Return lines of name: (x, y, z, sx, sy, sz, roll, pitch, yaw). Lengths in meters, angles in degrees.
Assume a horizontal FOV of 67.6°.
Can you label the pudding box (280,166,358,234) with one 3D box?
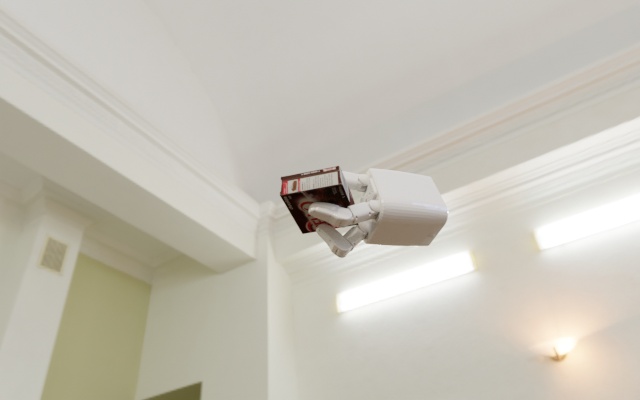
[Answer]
pudding box: (0.000, 0.002, 0.699, 0.090, 0.039, 0.114, -11, -38, 11)
